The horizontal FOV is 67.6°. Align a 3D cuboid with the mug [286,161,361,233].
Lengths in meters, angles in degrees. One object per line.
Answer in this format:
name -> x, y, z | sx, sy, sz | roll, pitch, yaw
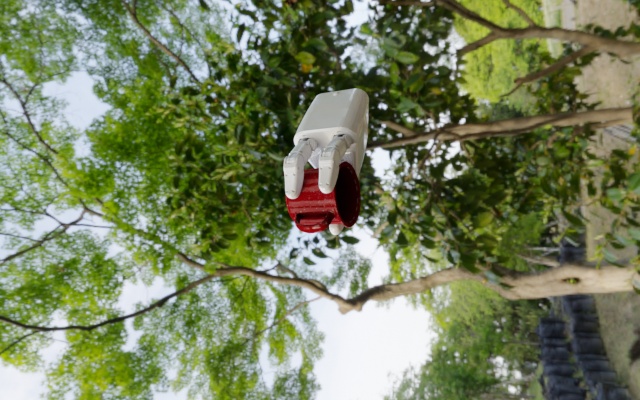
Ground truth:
mug -> 0.000, 0.003, 0.678 | 0.081, 0.093, 0.117 | -4, 43, 26
